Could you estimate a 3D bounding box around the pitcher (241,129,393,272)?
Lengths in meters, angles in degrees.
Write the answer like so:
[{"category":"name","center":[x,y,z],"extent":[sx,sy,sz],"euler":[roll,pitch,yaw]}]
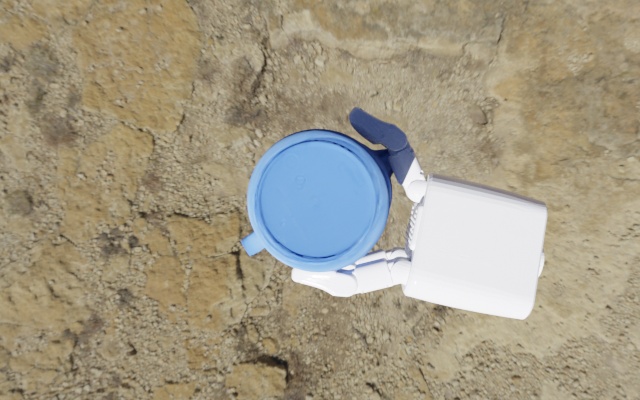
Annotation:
[{"category":"pitcher","center":[0.000,0.002,0.467],"extent":[0.145,0.149,0.243],"euler":[14,4,5]}]
